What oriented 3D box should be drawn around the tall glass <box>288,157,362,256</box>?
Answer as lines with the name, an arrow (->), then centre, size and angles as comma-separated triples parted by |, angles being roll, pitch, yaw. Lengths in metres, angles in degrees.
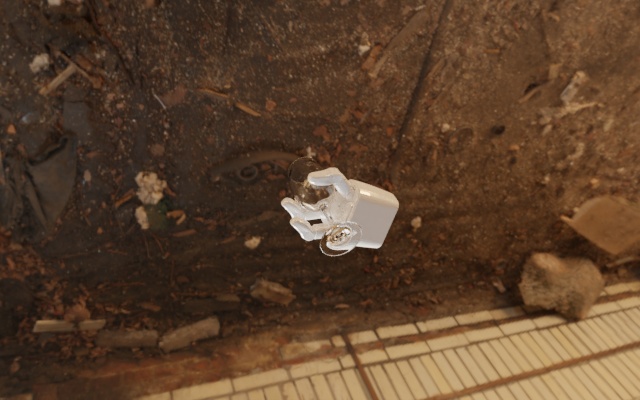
tall glass -> 0.000, 0.003, 0.847 | 0.079, 0.079, 0.201 | 0, 38, -26
